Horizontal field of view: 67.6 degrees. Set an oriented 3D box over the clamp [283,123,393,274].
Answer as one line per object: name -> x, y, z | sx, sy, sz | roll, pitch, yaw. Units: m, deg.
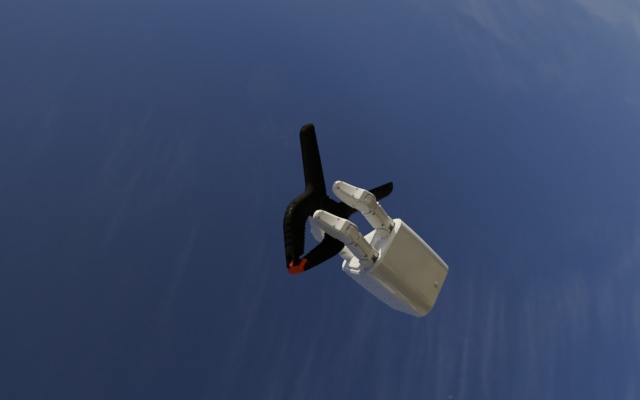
clamp -> 0.000, 0.003, 0.656 | 0.164, 0.210, 0.036 | 40, -31, -11
